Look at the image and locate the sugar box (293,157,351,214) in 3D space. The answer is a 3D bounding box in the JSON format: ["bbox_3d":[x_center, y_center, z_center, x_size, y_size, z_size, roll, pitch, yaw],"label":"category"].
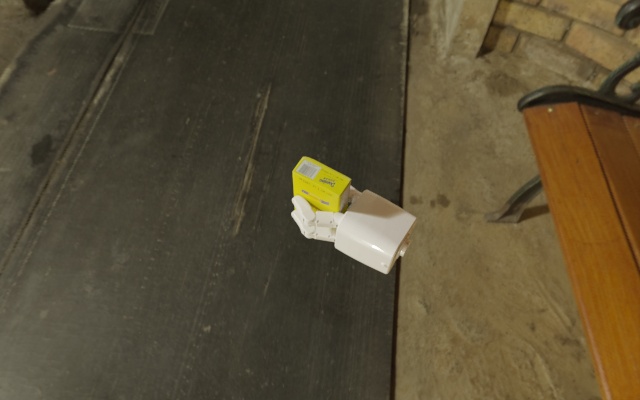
[{"bbox_3d":[0.000,0.003,0.850,0.093,0.048,0.176,28,-29,15],"label":"sugar box"}]
